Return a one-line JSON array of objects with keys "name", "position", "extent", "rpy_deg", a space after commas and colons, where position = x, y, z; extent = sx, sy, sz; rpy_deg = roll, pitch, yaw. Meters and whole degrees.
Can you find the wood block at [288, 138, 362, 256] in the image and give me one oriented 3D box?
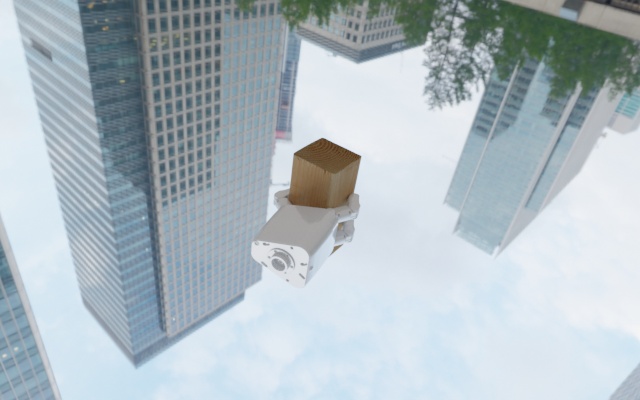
[{"name": "wood block", "position": [0.000, 0.003, 0.881], "extent": [0.091, 0.206, 0.090], "rpy_deg": [29, 40, 24]}]
